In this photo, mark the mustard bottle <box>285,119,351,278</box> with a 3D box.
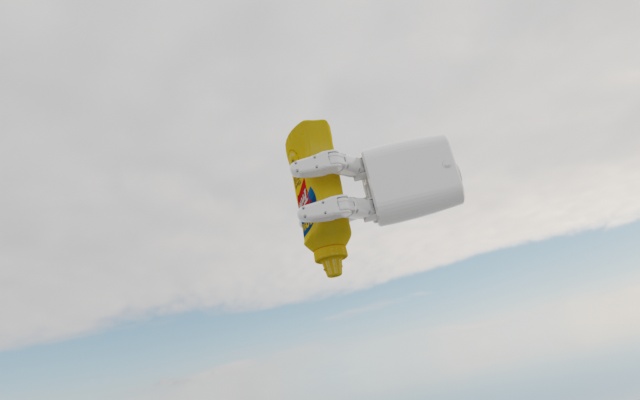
[{"bbox_3d":[0.000,0.002,0.600,0.058,0.191,0.096,-5,-21,-19],"label":"mustard bottle"}]
